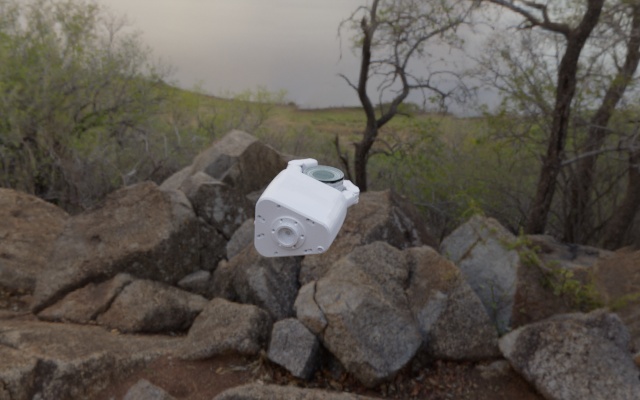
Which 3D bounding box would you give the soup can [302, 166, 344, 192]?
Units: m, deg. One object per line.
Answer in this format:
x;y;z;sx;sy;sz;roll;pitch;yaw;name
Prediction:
0.000;0.002;0.771;0.068;0.102;0.068;4;25;-2;soup can
